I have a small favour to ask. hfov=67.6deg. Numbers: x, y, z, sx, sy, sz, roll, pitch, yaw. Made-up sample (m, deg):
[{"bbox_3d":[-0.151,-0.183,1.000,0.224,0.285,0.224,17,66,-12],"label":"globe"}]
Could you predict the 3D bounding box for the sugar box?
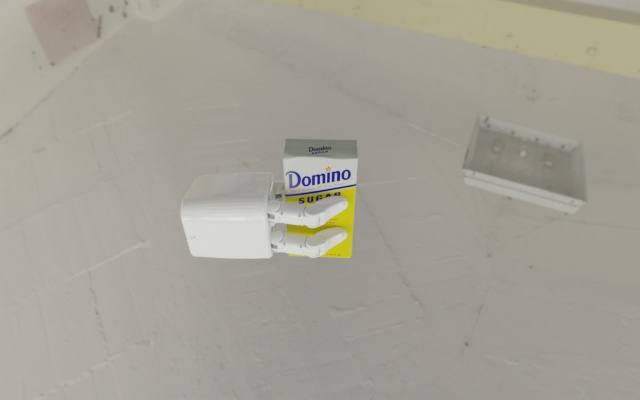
[{"bbox_3d":[0.000,0.003,0.637,0.093,0.176,0.048,1,43,2],"label":"sugar box"}]
